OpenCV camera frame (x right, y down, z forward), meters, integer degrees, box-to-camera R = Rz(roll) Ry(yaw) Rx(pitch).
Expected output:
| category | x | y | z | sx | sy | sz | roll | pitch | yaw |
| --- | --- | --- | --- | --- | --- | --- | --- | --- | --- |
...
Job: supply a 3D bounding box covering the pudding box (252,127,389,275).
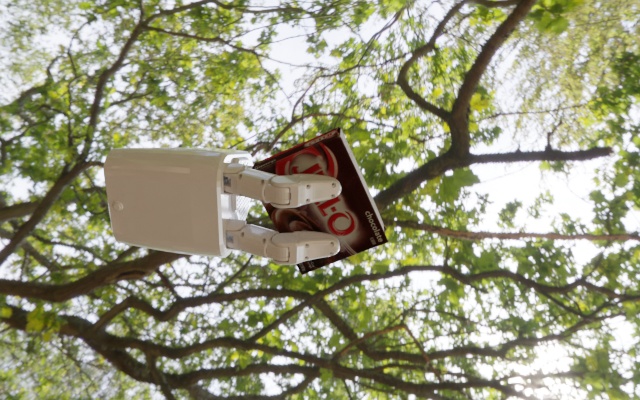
| category | x | y | z | sx | sy | sz | roll | pitch | yaw |
| --- | --- | --- | --- | --- | --- | --- | --- | --- | --- |
| pudding box | 0.000 | 0.001 | 0.439 | 0.090 | 0.113 | 0.039 | -22 | 20 | 14 |
